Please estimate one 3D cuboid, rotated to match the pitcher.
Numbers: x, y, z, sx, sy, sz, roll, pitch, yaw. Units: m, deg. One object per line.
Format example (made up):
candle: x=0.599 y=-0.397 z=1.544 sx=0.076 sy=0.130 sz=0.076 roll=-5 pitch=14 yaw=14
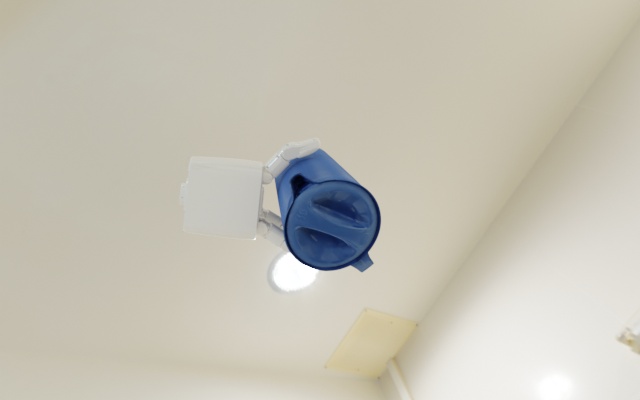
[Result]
pitcher: x=0.000 y=0.002 z=0.738 sx=0.145 sy=0.149 sz=0.242 roll=3 pitch=20 yaw=-13
